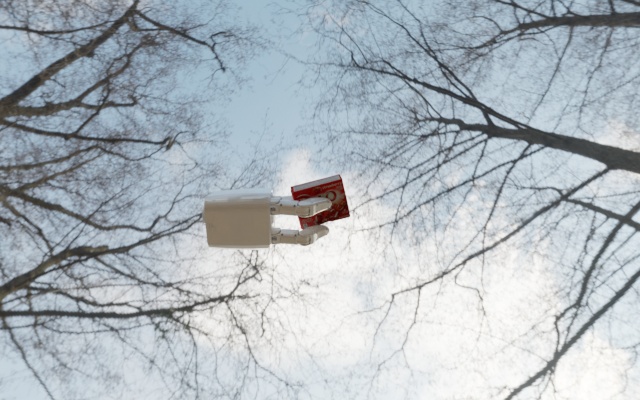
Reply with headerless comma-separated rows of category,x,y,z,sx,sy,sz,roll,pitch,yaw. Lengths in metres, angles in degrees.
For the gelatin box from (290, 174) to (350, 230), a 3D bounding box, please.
gelatin box,0.000,0.002,0.812,0.089,0.073,0.030,-15,24,-2
